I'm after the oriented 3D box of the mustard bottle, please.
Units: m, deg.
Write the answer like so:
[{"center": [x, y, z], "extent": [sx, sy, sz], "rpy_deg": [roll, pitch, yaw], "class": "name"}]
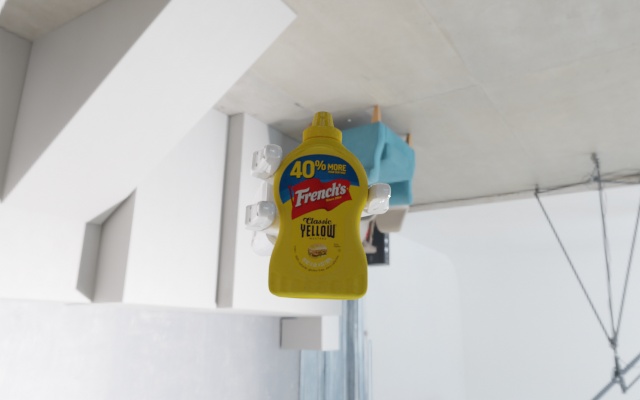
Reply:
[{"center": [0.000, 0.002, 0.483], "extent": [0.096, 0.191, 0.058], "rpy_deg": [1, -15, 4], "class": "mustard bottle"}]
